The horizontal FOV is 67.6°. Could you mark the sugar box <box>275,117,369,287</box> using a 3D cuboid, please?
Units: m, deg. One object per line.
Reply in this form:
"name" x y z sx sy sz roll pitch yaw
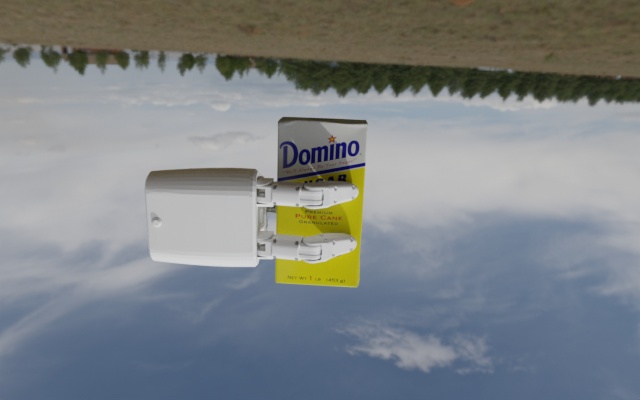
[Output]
"sugar box" 0.000 0.002 0.509 0.093 0.176 0.048 2 16 2
